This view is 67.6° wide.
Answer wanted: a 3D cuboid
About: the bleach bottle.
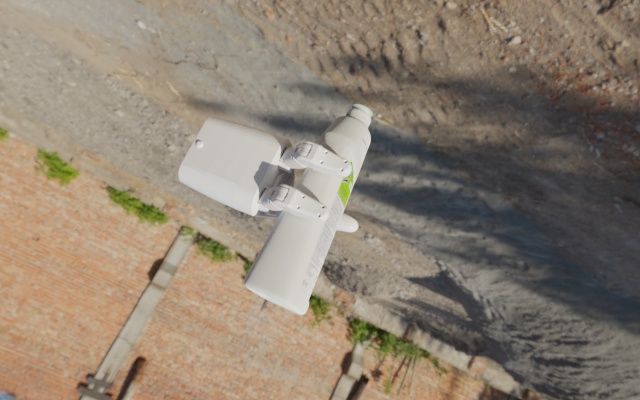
[{"bbox_3d":[0.000,0.002,0.559,0.068,0.250,0.103,22,-16,14],"label":"bleach bottle"}]
